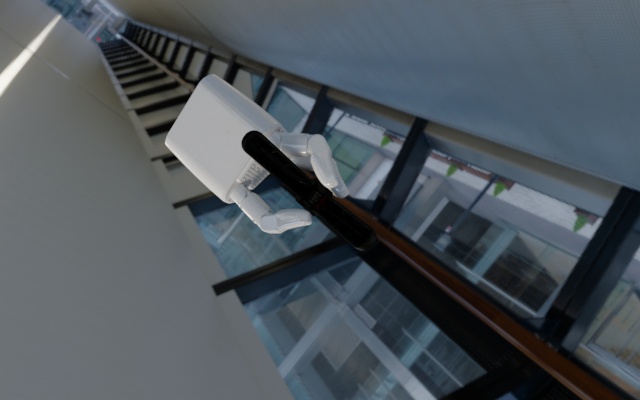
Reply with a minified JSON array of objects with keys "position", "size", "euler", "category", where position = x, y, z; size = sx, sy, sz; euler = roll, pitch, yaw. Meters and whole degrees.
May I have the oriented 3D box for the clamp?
[{"position":[-0.001,0.002,0.547],"size":[0.164,0.036,0.210],"euler":[42,-1,12],"category":"clamp"}]
